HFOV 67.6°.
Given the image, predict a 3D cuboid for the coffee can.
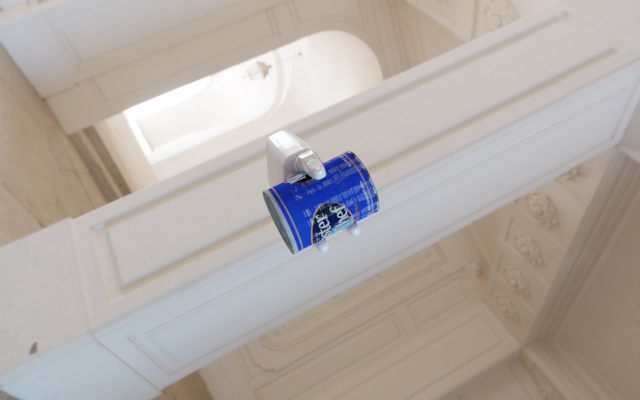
[{"bbox_3d":[0.000,0.002,0.698,0.140,0.103,0.103,-26,5,-11],"label":"coffee can"}]
